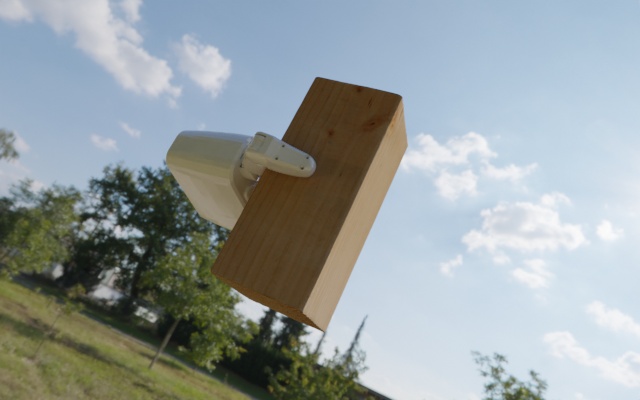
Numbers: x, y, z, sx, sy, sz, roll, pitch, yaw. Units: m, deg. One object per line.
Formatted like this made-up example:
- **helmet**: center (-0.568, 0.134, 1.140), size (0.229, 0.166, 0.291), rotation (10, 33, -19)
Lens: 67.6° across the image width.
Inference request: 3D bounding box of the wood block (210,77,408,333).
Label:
- **wood block**: center (0.000, 0.001, 0.440), size (0.090, 0.206, 0.091), rotation (18, -19, 22)
